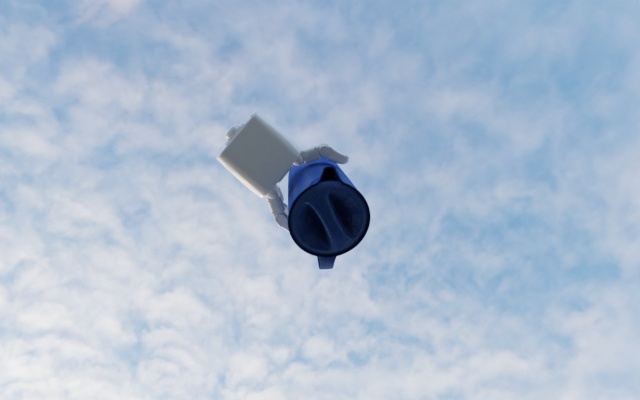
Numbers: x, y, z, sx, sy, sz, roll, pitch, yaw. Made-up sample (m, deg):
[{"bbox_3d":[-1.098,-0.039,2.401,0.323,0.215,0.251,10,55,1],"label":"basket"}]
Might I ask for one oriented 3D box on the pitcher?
[{"bbox_3d":[0.000,0.003,0.868,0.145,0.149,0.242,42,10,-18],"label":"pitcher"}]
